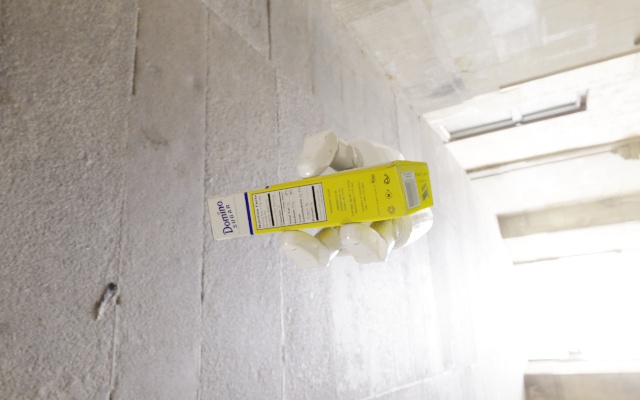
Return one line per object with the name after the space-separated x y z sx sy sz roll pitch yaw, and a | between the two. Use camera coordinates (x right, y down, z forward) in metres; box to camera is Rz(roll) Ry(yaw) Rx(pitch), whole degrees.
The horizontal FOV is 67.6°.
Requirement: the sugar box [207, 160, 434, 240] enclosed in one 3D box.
0.000 0.002 0.417 0.176 0.048 0.093 -12 -2 26 | sugar box
